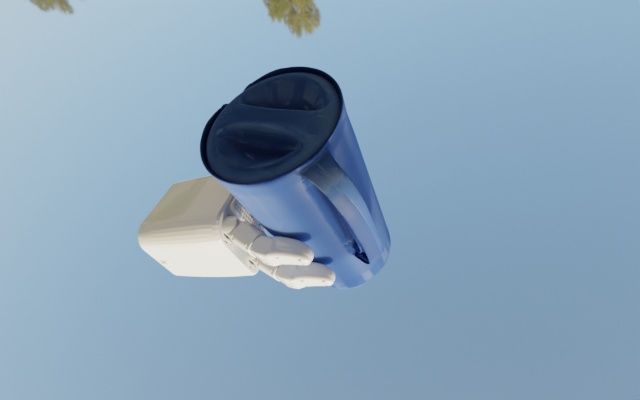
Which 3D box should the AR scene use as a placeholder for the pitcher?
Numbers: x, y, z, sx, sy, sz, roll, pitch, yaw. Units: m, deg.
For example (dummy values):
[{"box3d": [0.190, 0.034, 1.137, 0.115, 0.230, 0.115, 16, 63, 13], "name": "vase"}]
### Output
[{"box3d": [0.000, 0.002, 0.485, 0.145, 0.149, 0.243, -7, -36, 20], "name": "pitcher"}]
